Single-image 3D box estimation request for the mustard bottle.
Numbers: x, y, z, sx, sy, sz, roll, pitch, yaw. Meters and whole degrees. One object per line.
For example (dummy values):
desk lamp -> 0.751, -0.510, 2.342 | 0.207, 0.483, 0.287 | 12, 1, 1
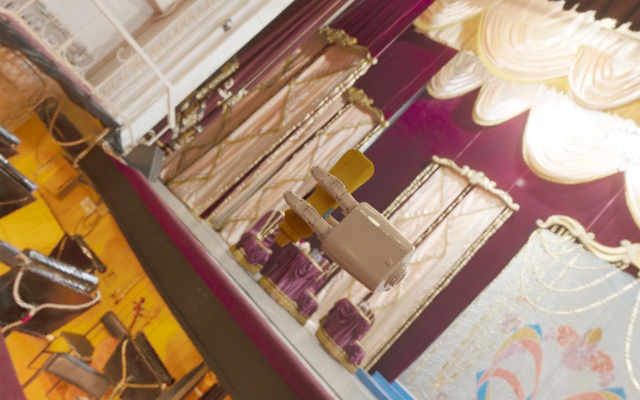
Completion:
mustard bottle -> 0.000, 0.002, 0.766 | 0.191, 0.058, 0.096 | -45, 2, -9
